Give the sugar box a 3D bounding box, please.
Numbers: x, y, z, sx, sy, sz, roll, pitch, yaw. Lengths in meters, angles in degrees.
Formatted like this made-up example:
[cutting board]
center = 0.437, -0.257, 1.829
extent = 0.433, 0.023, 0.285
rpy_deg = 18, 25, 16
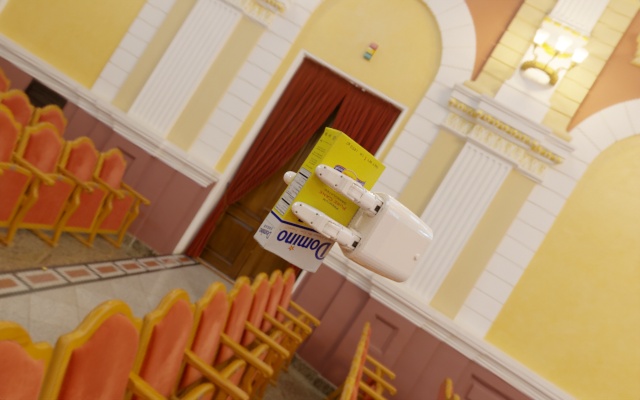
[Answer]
[sugar box]
center = 0.001, 0.002, 0.629
extent = 0.093, 0.176, 0.048
rpy_deg = 32, 0, -33
